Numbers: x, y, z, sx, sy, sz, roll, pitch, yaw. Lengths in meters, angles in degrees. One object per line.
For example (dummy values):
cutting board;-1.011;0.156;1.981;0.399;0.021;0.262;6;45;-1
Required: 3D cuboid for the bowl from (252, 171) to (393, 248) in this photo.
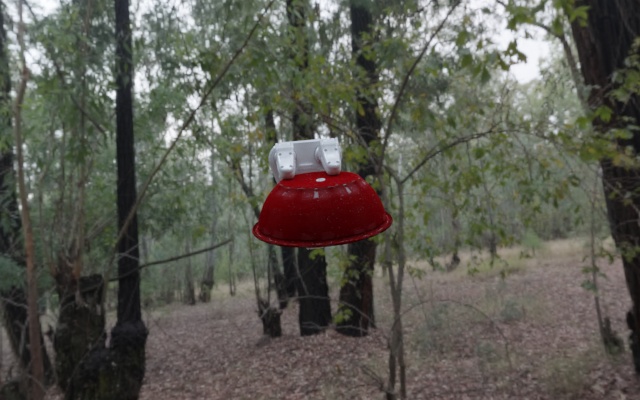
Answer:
bowl;0.001;0.002;0.544;0.162;0.055;0.162;-4;14;1
